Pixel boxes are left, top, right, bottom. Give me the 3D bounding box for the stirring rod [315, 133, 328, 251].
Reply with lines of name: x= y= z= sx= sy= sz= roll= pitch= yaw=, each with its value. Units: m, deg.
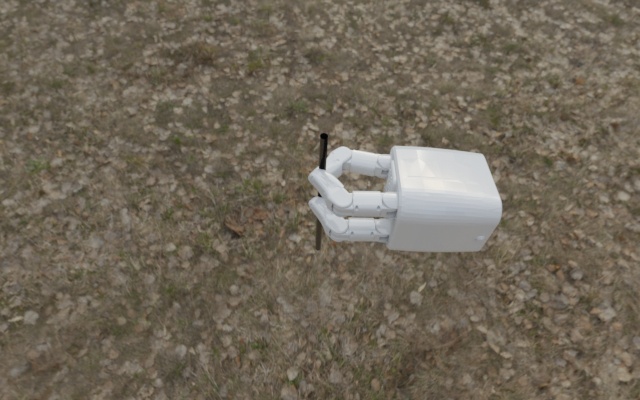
stirring rod: x=0.000 y=0.002 z=0.568 sx=0.011 sy=0.011 sz=0.240 roll=0 pitch=-33 yaw=-2
